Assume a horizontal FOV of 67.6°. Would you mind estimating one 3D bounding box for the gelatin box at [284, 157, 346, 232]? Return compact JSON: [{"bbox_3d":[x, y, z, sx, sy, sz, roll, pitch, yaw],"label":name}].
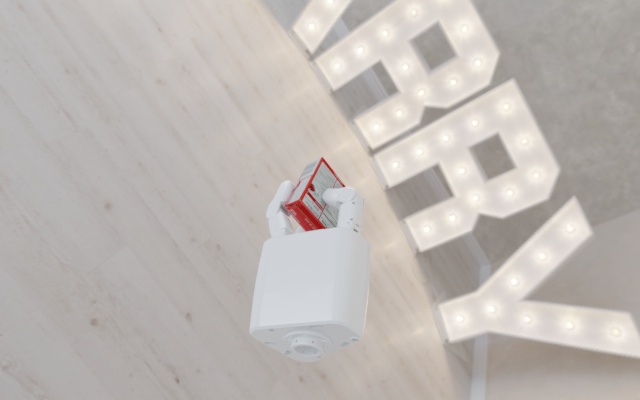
[{"bbox_3d":[0.001,0.002,0.592,0.030,0.073,0.089,-20,30,37],"label":"gelatin box"}]
